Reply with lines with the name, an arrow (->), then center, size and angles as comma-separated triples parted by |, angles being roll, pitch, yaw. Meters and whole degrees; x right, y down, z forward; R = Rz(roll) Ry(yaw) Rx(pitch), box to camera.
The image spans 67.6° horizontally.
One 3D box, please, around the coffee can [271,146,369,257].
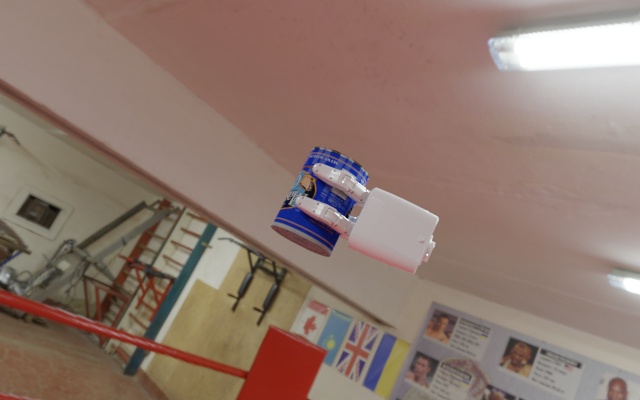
coffee can -> 0.000, 0.003, 0.743 | 0.103, 0.140, 0.103 | 26, -13, 6
